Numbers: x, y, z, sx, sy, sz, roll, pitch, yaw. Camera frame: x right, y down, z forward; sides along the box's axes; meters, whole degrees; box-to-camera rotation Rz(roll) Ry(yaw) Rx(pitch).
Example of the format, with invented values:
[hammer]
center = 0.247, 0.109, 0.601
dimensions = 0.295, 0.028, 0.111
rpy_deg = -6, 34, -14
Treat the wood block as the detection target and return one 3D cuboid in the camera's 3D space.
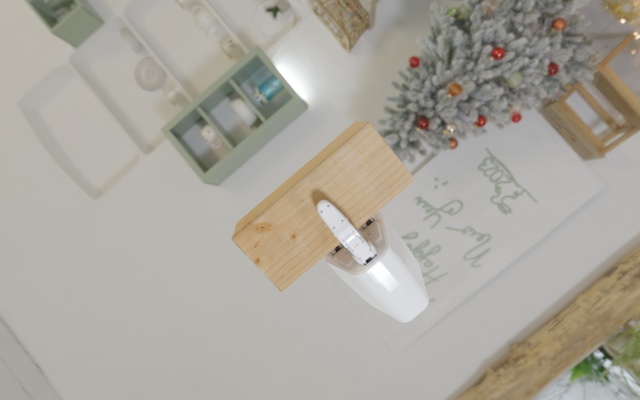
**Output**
[wood block]
center = 0.000, 0.002, 0.590
dimensions = 0.206, 0.090, 0.091
rpy_deg = -41, 12, 2
